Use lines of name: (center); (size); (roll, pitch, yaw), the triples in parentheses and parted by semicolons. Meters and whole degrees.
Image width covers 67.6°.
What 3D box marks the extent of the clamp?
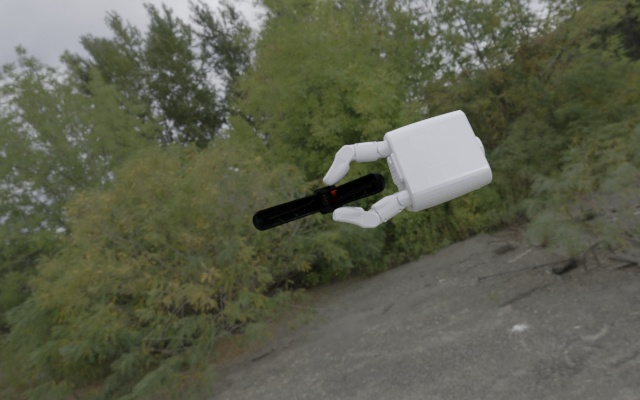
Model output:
clamp: (0.000, 0.001, 0.647); (0.164, 0.036, 0.210); (-17, -1, 2)
